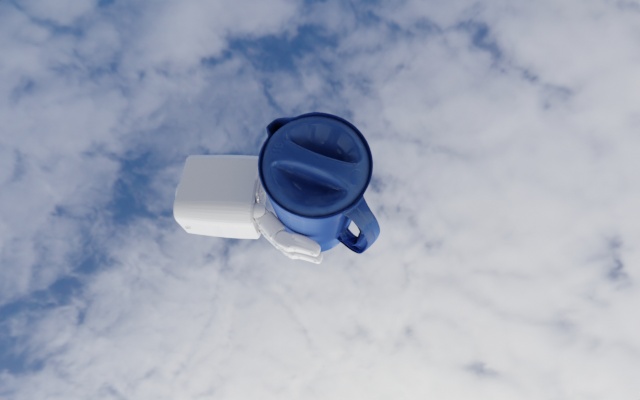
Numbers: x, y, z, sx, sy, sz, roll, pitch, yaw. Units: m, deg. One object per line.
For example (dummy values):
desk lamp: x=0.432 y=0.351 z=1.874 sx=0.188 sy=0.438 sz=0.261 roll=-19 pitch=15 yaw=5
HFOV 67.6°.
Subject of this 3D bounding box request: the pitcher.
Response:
pitcher: x=0.000 y=0.002 z=0.653 sx=0.145 sy=0.149 sz=0.243 roll=2 pitch=-19 yaw=1
